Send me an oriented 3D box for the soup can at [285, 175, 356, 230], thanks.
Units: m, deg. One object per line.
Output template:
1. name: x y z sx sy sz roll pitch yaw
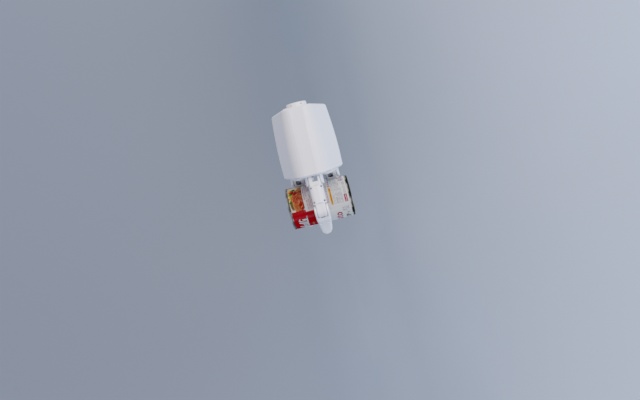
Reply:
1. soup can: 0.001 0.003 0.775 0.102 0.068 0.068 -14 -1 2
